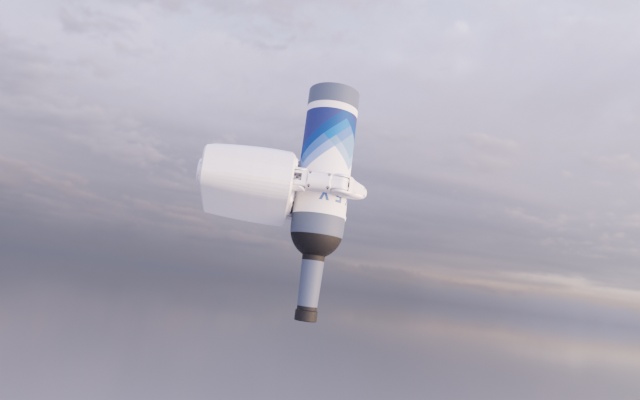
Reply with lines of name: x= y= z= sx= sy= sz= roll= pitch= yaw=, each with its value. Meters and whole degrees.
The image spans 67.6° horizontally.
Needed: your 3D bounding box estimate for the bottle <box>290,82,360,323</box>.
bottle: x=0.000 y=0.002 z=0.602 sx=0.069 sy=0.295 sz=0.069 roll=7 pitch=-10 yaw=1
